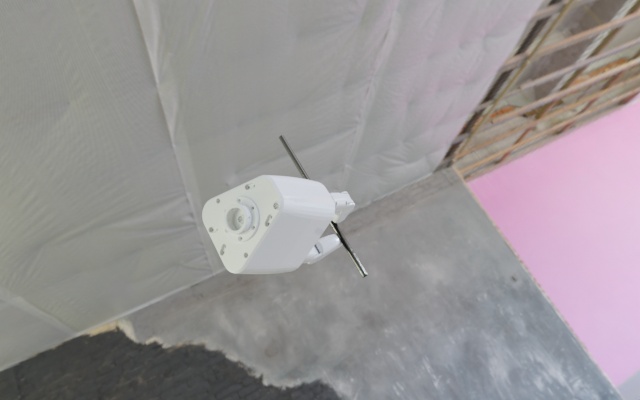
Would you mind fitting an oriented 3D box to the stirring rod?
[{"bbox_3d":[0.000,0.002,0.665,0.011,0.239,0.011,-27,-21,-11],"label":"stirring rod"}]
